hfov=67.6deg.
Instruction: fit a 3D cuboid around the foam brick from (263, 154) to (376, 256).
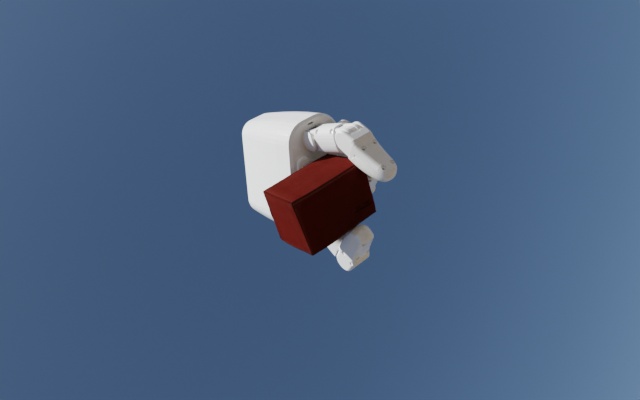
[{"bbox_3d":[0.000,0.001,0.414,0.078,0.053,0.051,-32,29,-27],"label":"foam brick"}]
